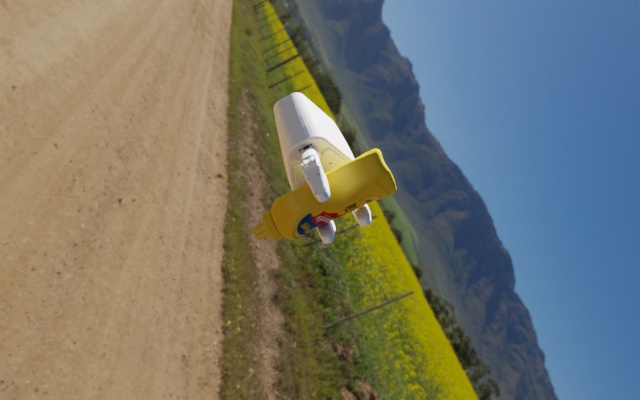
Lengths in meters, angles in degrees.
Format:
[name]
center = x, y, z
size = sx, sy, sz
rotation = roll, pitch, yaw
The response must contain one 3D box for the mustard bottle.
[mustard bottle]
center = 0.000, 0.002, 0.614
size = 0.191, 0.058, 0.096
rotation = -26, -14, 6
